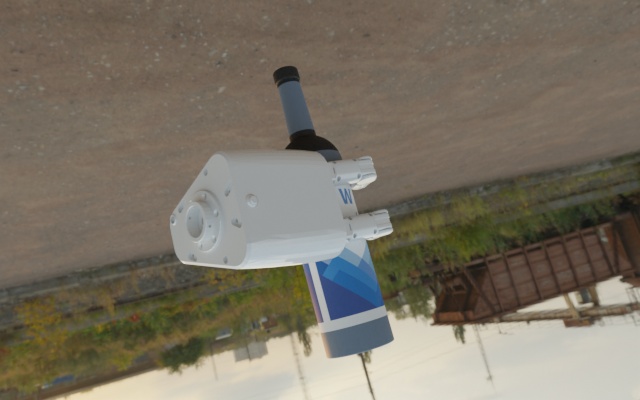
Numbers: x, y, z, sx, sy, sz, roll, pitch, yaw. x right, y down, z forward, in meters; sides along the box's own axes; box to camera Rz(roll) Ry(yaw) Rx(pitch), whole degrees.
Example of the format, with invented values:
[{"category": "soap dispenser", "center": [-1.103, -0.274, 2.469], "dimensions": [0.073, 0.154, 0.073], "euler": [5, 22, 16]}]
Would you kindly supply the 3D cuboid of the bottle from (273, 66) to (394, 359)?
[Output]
[{"category": "bottle", "center": [0.000, 0.002, 0.482], "dimensions": [0.069, 0.295, 0.069], "euler": [-15, -12, -3]}]
